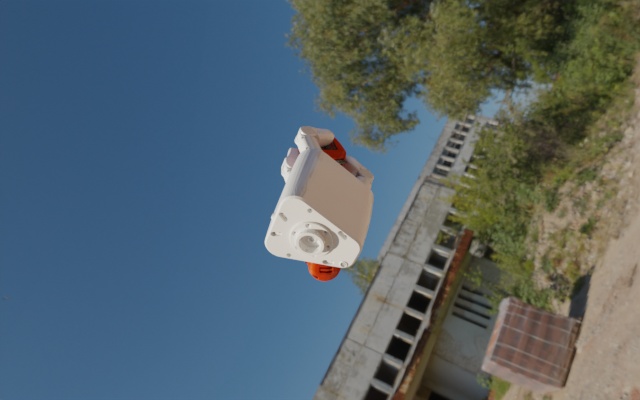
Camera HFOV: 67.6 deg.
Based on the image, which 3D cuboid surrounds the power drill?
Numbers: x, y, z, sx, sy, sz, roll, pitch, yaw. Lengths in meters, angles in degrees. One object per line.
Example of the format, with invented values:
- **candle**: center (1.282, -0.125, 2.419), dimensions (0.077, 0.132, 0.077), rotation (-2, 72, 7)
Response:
- **power drill**: center (0.000, 0.002, 0.714), dimensions (0.057, 0.188, 0.184), rotation (-3, 19, -8)
